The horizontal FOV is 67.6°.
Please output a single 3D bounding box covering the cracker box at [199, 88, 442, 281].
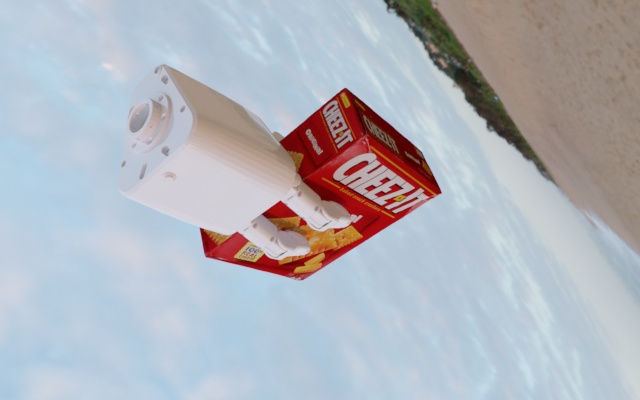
[{"bbox_3d":[0.000,0.002,0.519,0.214,0.072,0.164,-35,-35,23],"label":"cracker box"}]
